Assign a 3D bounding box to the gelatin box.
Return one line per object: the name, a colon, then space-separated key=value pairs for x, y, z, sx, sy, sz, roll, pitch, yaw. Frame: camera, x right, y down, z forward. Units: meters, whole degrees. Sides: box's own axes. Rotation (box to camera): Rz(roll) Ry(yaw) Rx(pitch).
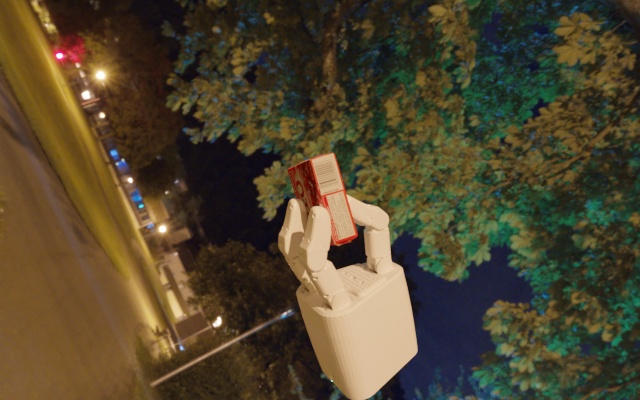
gelatin box: x=0.000 y=0.001 z=0.493 sx=0.030 sy=0.089 sz=0.073 roll=-17 pitch=2 yaw=-21
